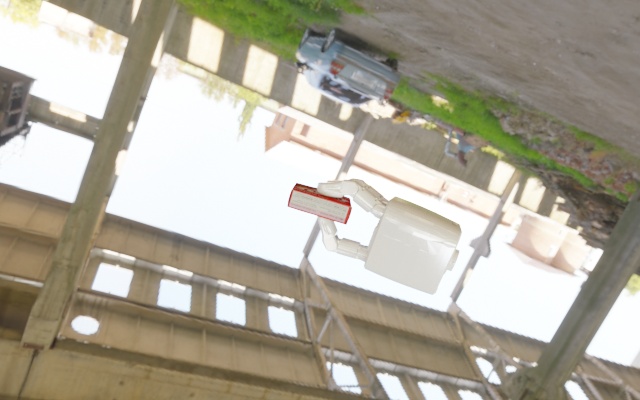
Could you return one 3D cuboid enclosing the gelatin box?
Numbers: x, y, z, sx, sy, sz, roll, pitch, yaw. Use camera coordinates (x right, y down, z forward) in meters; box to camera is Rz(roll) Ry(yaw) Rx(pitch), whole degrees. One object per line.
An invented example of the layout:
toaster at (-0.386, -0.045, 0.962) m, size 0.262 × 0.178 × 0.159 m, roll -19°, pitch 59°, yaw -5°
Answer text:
gelatin box at (0.000, 0.003, 0.689) m, size 0.089 × 0.030 × 0.073 m, roll 16°, pitch 10°, yaw -1°
